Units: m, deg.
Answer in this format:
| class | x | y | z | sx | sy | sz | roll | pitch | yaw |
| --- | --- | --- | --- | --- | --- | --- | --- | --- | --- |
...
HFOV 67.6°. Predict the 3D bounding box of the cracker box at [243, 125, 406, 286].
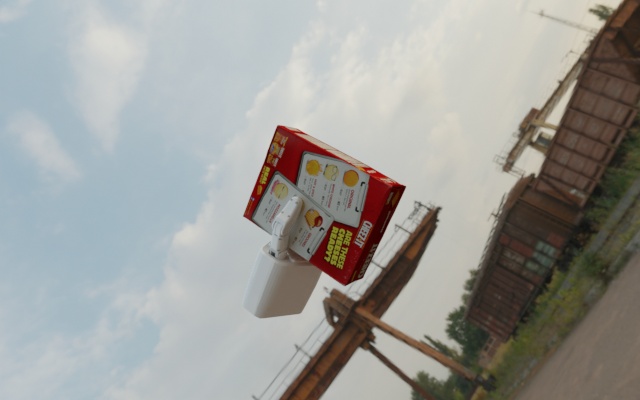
| class | x | y | z | sx | sy | sz | roll | pitch | yaw |
| --- | --- | --- | --- | --- | --- | --- | --- | --- | --- |
| cracker box | 0.000 | 0.002 | 0.734 | 0.213 | 0.164 | 0.072 | 31 | 18 | 25 |
